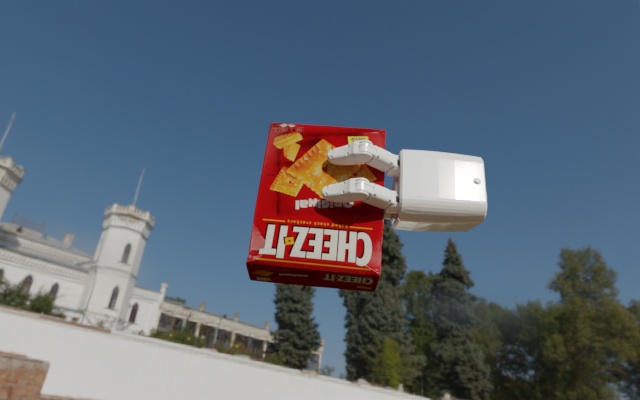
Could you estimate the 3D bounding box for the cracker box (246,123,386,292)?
[{"bbox_3d":[0.000,0.002,0.633,0.164,0.213,0.072,5,-28,2],"label":"cracker box"}]
